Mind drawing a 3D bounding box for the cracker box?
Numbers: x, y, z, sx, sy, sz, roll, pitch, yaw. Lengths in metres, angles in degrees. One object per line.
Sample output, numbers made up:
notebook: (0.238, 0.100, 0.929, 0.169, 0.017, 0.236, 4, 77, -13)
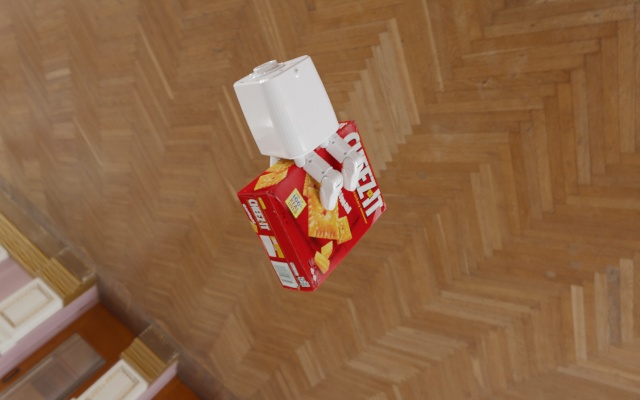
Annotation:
cracker box: (0.000, 0.002, 0.698, 0.072, 0.164, 0.213, 0, 32, 42)
